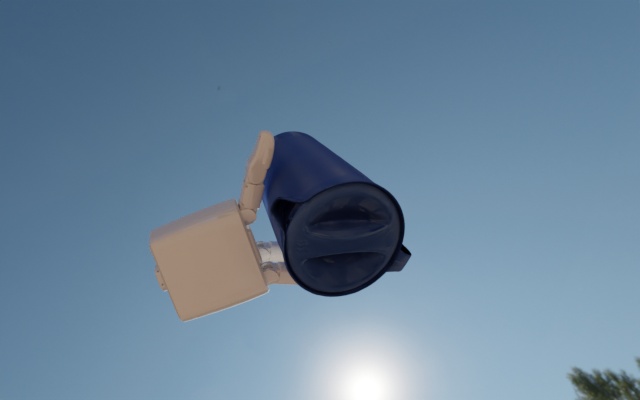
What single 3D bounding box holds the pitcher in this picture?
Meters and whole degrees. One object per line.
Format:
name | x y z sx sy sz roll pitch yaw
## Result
pitcher | 0.000 0.002 0.588 0.145 0.149 0.242 -20 28 -9
